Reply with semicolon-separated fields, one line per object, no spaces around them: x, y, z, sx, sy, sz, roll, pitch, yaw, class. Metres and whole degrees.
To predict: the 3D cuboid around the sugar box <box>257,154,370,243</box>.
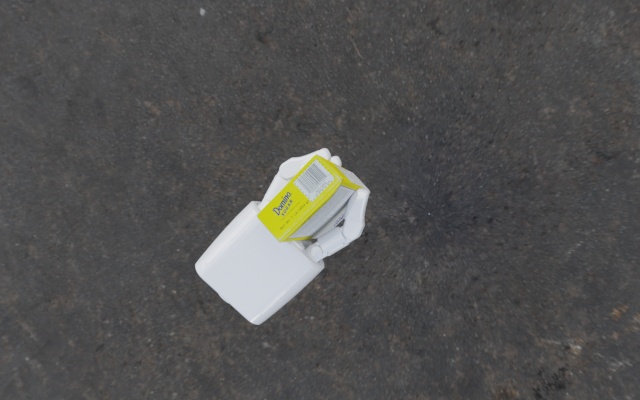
0.000;0.002;0.562;0.093;0.048;0.176;-44;-10;8;sugar box
